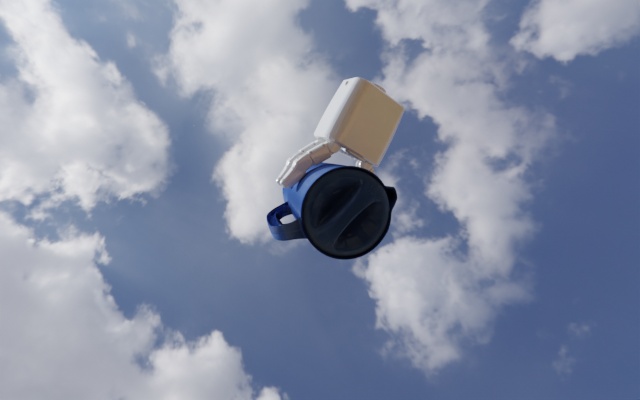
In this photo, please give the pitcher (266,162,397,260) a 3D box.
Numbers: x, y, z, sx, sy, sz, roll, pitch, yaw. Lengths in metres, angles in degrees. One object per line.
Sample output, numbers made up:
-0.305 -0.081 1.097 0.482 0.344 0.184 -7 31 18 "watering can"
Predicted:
0.000 0.002 0.769 0.149 0.145 0.243 25 2 -17 "pitcher"
